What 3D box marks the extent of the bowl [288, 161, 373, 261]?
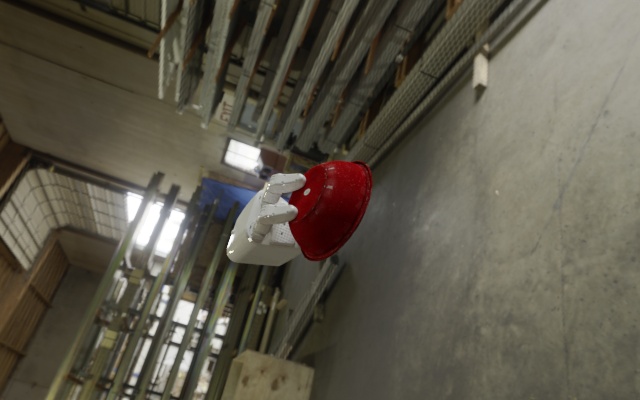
[{"bbox_3d":[0.001,0.001,0.678,0.055,0.162,0.162,31,-15,-26],"label":"bowl"}]
